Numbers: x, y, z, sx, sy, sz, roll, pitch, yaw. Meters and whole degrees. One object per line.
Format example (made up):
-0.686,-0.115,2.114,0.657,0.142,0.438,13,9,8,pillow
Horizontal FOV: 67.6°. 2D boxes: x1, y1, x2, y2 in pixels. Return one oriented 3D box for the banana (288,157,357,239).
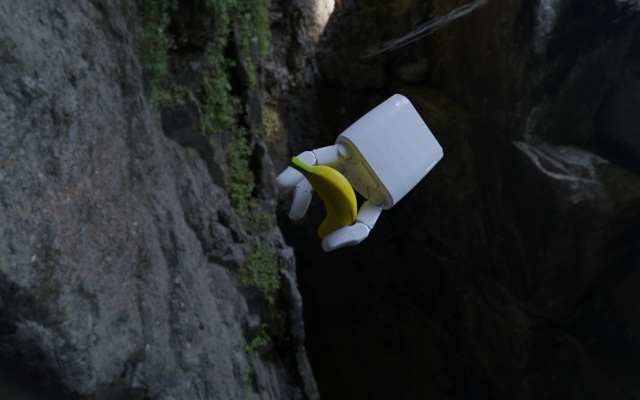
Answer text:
0.015,0.008,0.602,0.069,0.037,0.198,27,-22,24,banana
